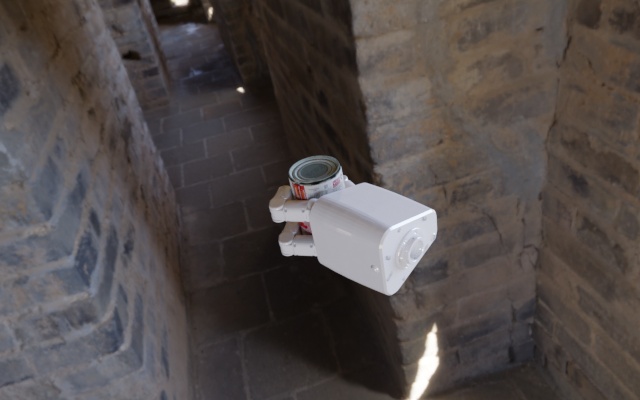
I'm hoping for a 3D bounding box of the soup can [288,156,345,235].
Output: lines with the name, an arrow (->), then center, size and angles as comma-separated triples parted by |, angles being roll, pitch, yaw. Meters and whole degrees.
soup can -> 0.000, 0.002, 0.617 | 0.068, 0.102, 0.068 | -8, 33, 5
